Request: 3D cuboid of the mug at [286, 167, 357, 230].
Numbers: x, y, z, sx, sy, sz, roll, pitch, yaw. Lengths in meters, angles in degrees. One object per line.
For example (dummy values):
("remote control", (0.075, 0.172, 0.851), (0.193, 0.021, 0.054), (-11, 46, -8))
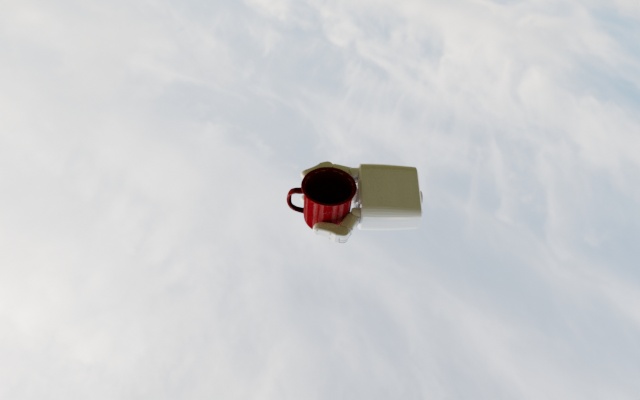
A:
("mug", (-0.001, 0.003, 0.819), (0.117, 0.093, 0.082), (2, -43, -3))
